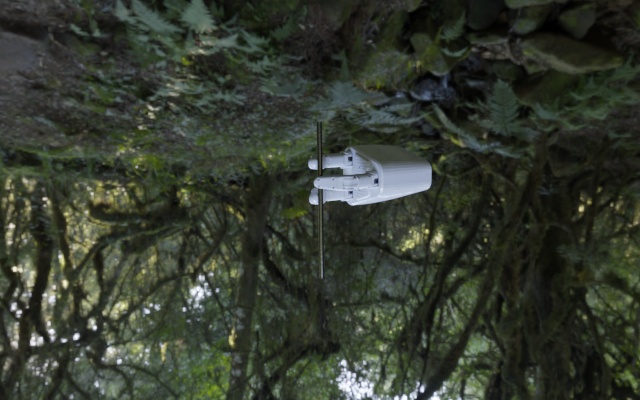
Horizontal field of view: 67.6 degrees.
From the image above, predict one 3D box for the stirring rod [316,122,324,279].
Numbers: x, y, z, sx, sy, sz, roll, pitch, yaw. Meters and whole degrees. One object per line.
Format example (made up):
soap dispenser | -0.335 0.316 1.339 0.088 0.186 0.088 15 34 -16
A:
stirring rod | 0.000 0.002 0.727 0.011 0.239 0.011 -1 9 0
